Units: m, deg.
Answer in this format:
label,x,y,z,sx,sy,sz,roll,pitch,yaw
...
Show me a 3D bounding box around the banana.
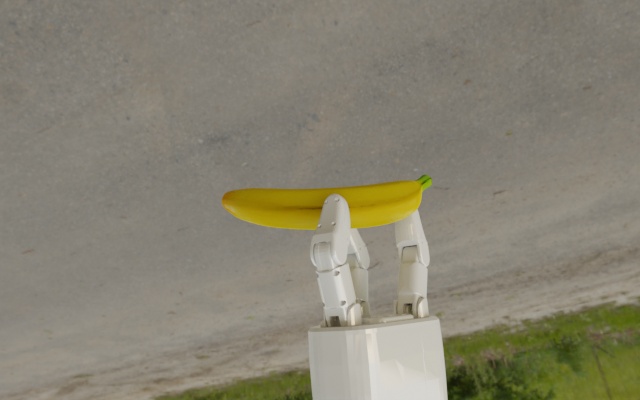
label,x,y,z,sx,sy,sz,roll,pitch,yaw
banana,0.002,0.004,0.421,0.198,0.037,0.069,-3,9,6
